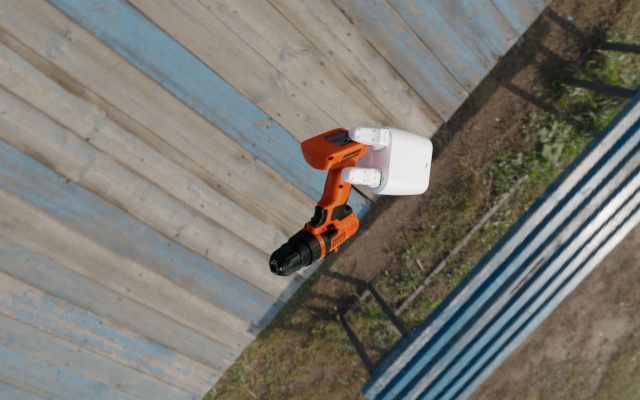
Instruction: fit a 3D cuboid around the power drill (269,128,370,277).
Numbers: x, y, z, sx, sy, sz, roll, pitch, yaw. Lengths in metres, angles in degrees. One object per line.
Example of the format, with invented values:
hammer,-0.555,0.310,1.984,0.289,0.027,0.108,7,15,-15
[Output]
power drill,0.000,0.002,0.671,0.057,0.188,0.184,27,35,26
